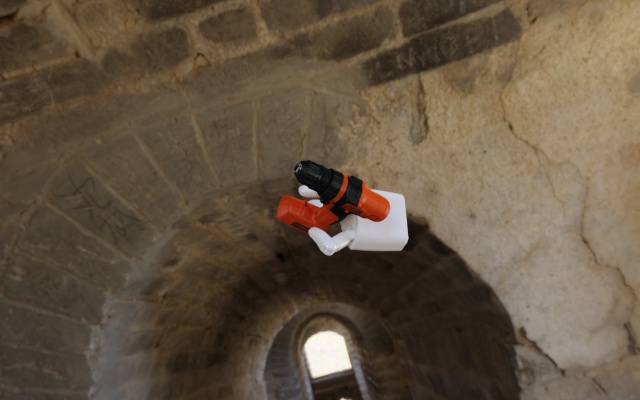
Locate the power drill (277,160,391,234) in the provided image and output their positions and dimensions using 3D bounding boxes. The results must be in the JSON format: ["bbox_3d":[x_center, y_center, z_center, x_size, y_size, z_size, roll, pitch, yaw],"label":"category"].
[{"bbox_3d":[0.000,0.003,0.835,0.184,0.057,0.188,28,-27,-24],"label":"power drill"}]
